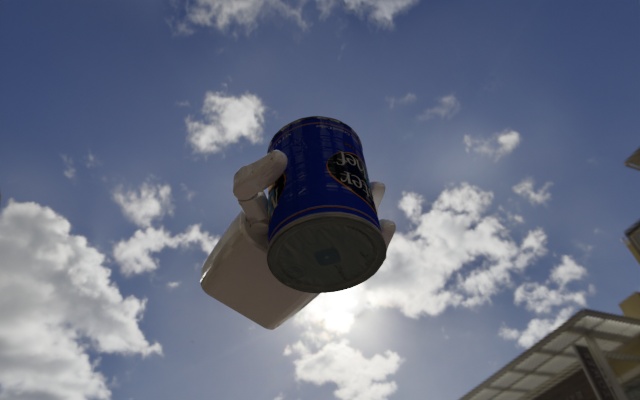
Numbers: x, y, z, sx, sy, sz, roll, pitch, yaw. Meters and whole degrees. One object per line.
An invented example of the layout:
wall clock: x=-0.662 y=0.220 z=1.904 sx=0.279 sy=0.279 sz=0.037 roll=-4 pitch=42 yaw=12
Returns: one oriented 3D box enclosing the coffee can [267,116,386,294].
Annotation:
coffee can: x=0.000 y=0.001 z=0.457 sx=0.103 sy=0.103 sz=0.140 roll=0 pitch=44 yaw=-6
